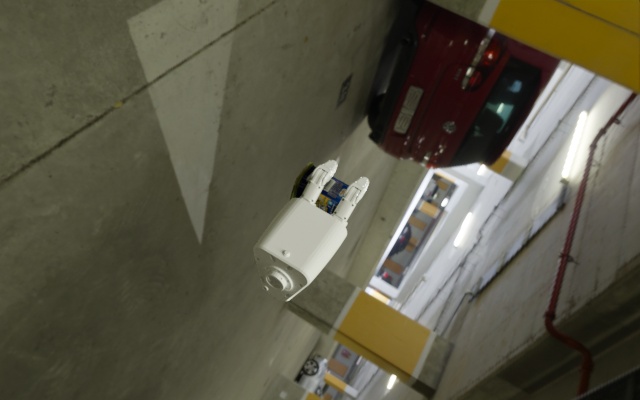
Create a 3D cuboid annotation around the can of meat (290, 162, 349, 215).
[{"bbox_3d":[0.000,0.003,0.762,0.084,0.102,0.057,30,46,11],"label":"can of meat"}]
